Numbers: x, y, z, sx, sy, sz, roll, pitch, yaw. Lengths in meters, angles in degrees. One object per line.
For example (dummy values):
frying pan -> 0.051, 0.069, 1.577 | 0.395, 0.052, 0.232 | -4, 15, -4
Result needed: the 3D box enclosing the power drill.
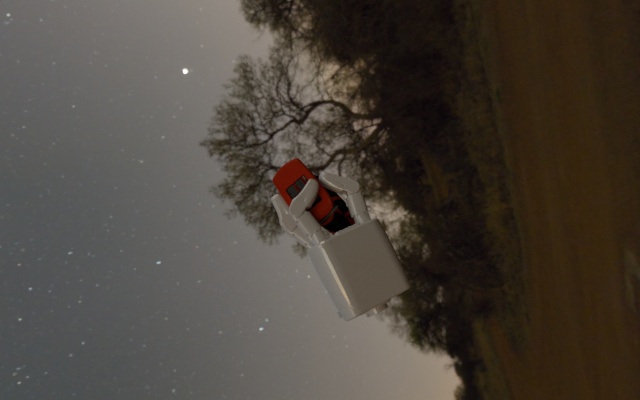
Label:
power drill -> 0.000, 0.003, 0.757 | 0.057, 0.184, 0.188 | -43, -29, 7
